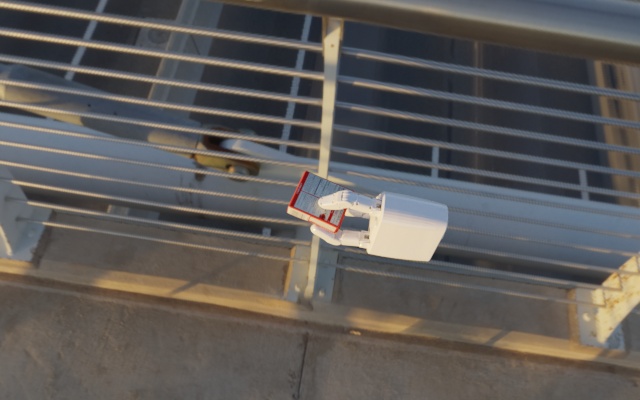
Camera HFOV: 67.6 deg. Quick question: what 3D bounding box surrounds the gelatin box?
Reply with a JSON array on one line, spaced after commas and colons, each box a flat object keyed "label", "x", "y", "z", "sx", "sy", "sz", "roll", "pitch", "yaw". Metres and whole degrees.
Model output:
[{"label": "gelatin box", "x": 0.000, "y": 0.002, "z": 0.777, "sx": 0.089, "sy": 0.073, "sz": 0.030, "roll": 24, "pitch": -26, "yaw": -1}]
